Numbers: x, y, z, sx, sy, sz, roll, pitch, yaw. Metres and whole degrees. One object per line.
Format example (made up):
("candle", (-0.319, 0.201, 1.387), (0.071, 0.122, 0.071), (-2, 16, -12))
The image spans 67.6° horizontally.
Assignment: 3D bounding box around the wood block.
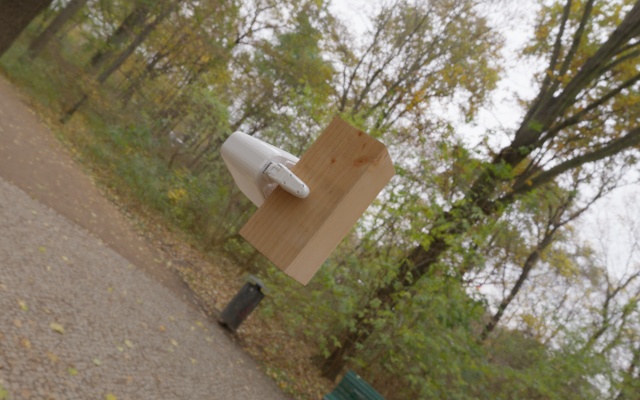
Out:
("wood block", (0.000, 0.002, 0.652), (0.090, 0.206, 0.091), (36, -6, 27))
